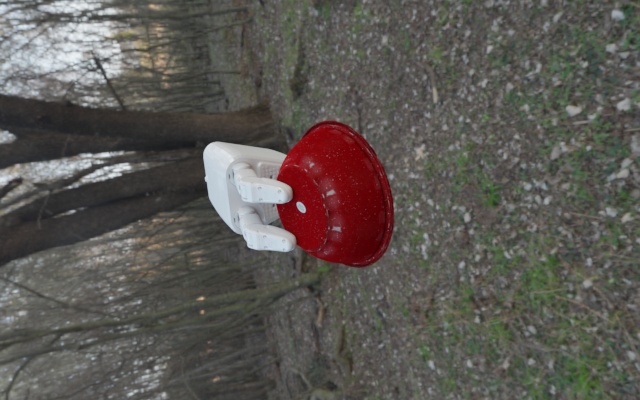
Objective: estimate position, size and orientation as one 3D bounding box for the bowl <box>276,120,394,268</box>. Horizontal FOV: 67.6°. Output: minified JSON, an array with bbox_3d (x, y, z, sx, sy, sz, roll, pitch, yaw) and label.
[{"bbox_3d":[0.001,0.002,0.495,0.055,0.162,0.162,-18,11,-35],"label":"bowl"}]
